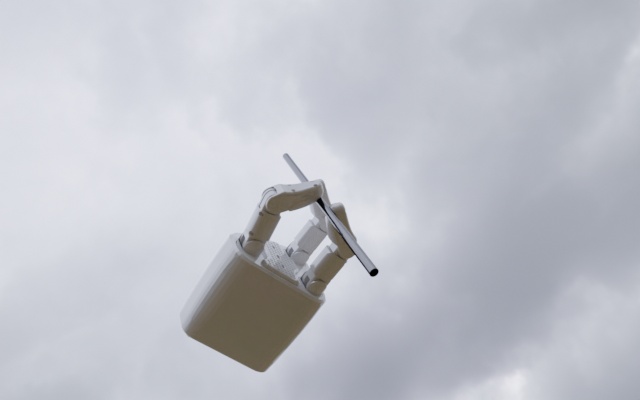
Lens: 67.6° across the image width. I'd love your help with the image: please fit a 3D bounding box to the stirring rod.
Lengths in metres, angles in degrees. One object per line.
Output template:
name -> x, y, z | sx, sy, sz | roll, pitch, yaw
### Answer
stirring rod -> 0.000, 0.002, 0.466 | 0.011, 0.011, 0.239 | 0, 27, -23
